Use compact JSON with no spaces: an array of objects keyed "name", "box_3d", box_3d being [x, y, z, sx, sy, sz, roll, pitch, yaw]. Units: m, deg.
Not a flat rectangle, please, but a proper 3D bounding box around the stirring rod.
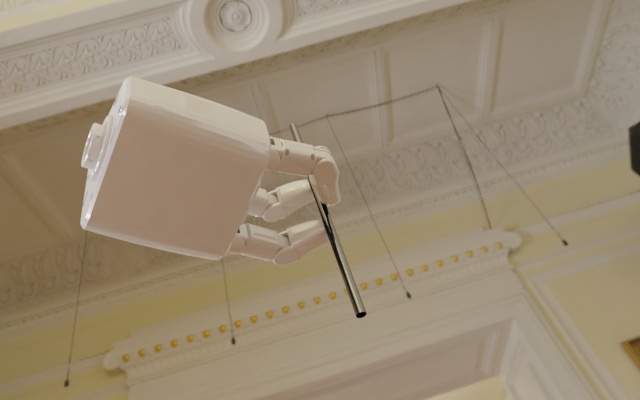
[{"name":"stirring rod","box_3d":[0.000,0.001,0.427,0.011,0.011,0.239,0,42,-19]}]
